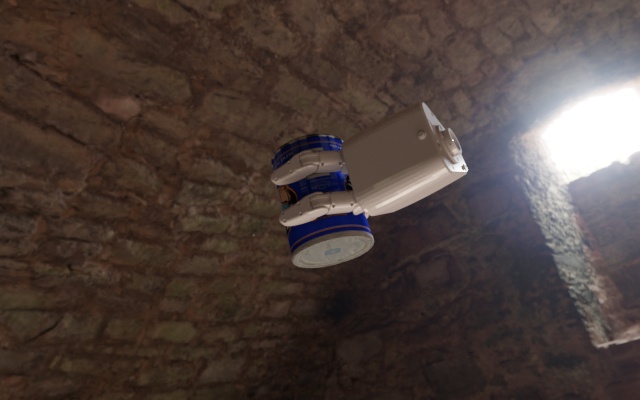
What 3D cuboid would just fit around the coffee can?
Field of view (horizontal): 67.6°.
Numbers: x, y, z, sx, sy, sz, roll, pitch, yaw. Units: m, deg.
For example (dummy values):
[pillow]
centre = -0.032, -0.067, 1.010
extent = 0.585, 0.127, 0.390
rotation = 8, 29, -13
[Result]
[coffee can]
centre = 0.000, 0.002, 0.607
extent = 0.103, 0.140, 0.103
rotation = -12, -24, -5
